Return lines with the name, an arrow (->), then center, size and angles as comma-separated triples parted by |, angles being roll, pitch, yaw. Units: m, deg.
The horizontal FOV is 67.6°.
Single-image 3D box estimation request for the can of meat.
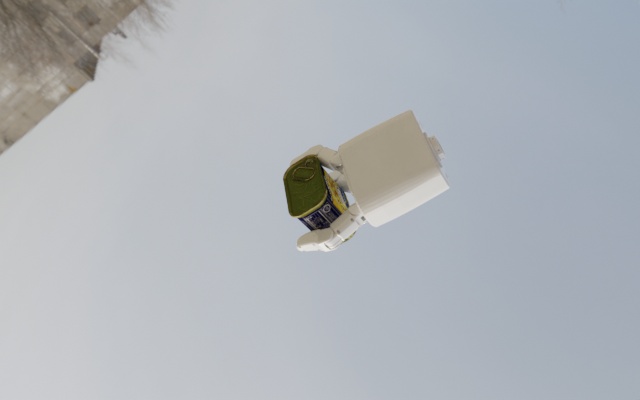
can of meat -> 0.000, 0.002, 0.640 | 0.057, 0.102, 0.084 | -31, -50, 15
